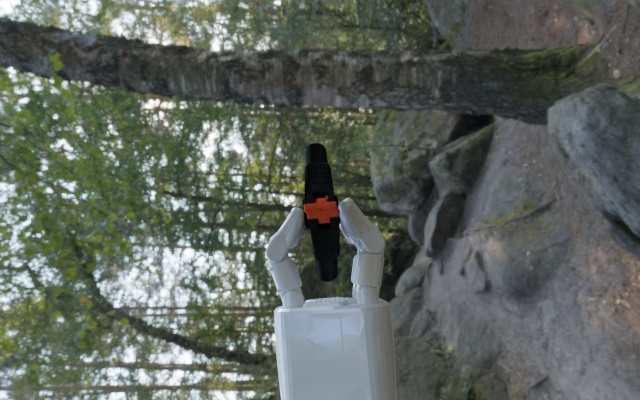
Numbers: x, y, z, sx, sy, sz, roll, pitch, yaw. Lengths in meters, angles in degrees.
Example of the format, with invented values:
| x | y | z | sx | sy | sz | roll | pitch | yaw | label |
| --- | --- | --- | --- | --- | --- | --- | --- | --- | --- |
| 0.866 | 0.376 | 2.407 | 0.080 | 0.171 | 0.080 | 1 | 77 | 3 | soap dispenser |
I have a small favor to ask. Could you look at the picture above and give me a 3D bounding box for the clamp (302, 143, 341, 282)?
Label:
| x | y | z | sx | sy | sz | roll | pitch | yaw | label |
| --- | --- | --- | --- | --- | --- | --- | --- | --- | --- |
| -0.001 | 0.002 | 0.486 | 0.036 | 0.164 | 0.210 | -7 | -9 | 0 | clamp |
